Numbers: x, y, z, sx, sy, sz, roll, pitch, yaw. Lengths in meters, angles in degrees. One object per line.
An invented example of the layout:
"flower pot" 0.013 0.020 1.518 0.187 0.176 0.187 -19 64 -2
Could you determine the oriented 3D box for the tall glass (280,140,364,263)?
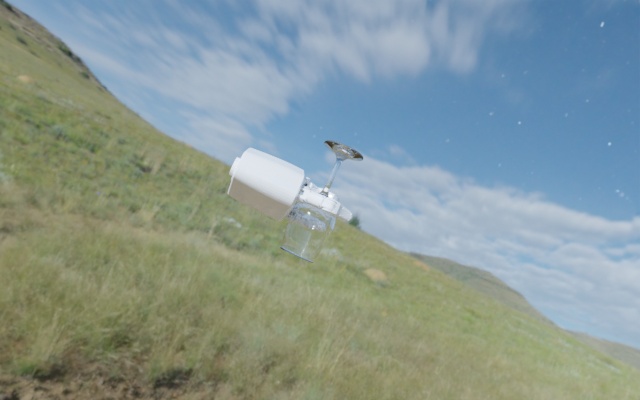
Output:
"tall glass" 0.001 0.002 0.816 0.079 0.201 0.079 23 -8 4
